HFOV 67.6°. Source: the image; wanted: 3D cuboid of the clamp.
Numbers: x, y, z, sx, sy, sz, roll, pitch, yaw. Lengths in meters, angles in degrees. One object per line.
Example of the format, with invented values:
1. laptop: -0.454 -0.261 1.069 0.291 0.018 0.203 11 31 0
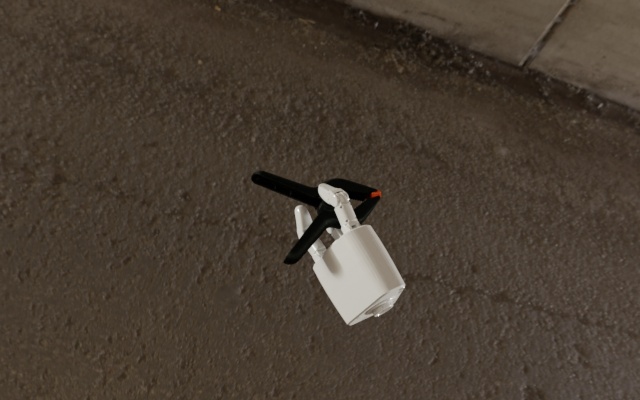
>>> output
1. clamp: 0.001 0.002 0.760 0.210 0.164 0.036 -16 -26 -30
